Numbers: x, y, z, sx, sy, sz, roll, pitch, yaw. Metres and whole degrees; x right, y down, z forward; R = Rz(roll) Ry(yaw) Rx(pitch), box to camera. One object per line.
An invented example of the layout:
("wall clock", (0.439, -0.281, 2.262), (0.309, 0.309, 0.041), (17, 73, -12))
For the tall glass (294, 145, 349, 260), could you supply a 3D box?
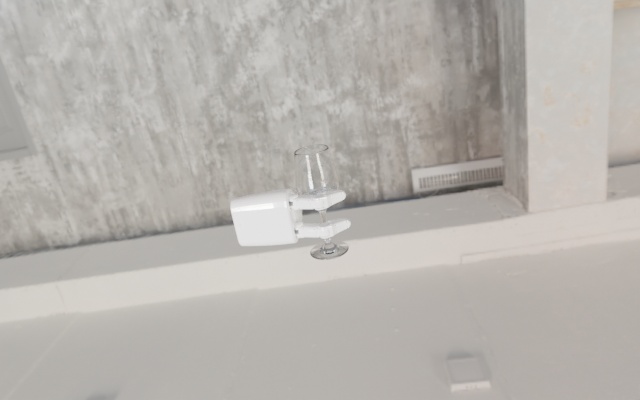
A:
("tall glass", (0.000, 0.003, 0.871), (0.079, 0.201, 0.079), (-9, 20, 3))
